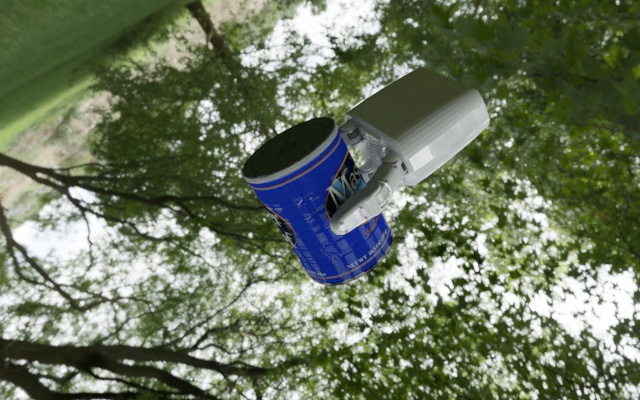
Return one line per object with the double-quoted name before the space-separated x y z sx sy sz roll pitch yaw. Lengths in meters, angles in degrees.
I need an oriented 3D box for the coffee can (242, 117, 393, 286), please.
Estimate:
"coffee can" 0.000 0.002 0.488 0.103 0.140 0.102 -24 26 13
